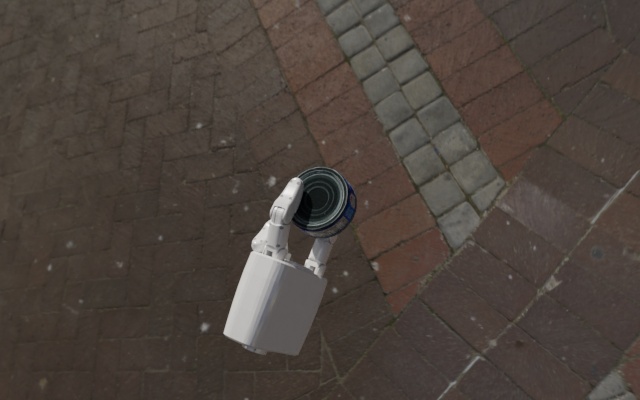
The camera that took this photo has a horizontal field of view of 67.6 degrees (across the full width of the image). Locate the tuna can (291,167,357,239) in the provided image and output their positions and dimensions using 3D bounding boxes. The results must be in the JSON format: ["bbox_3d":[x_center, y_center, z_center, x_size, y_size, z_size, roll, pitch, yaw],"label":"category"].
[{"bbox_3d":[0.000,0.002,0.596,0.086,0.086,0.034,0,-20,23],"label":"tuna can"}]
